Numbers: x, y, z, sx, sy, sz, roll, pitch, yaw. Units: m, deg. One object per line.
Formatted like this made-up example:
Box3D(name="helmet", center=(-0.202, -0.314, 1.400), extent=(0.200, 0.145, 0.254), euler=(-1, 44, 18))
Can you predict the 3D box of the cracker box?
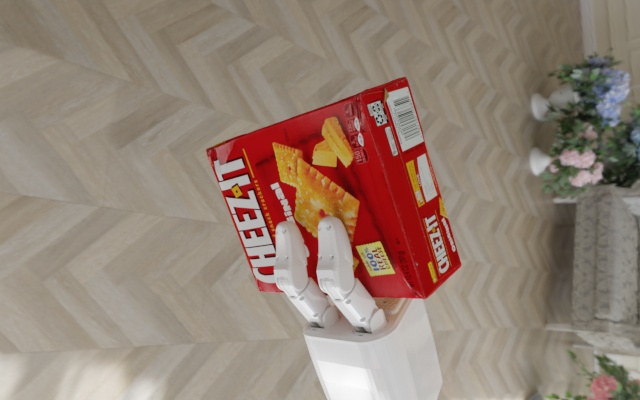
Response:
Box3D(name="cracker box", center=(0.000, 0.001, 0.437), extent=(0.214, 0.164, 0.072), euler=(-9, 13, 45))
